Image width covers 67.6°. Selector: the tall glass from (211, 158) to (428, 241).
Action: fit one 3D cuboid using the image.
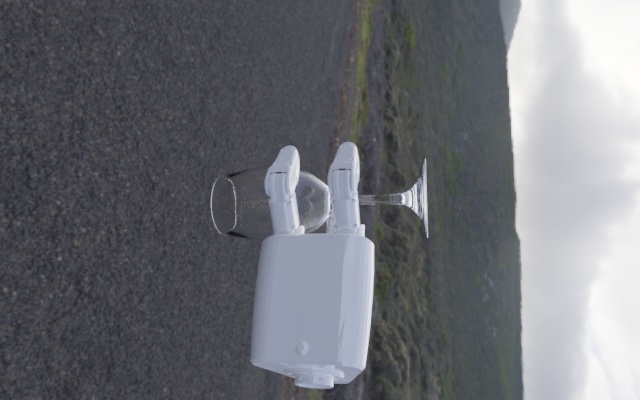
[{"bbox_3d":[0.001,0.001,0.459,0.201,0.079,0.079,-2,0,13],"label":"tall glass"}]
